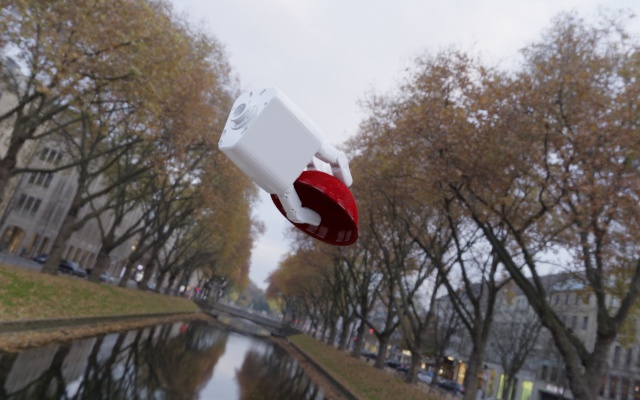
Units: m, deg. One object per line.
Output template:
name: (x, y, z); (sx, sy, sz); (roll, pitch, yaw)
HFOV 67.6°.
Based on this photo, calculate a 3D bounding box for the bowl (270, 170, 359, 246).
bowl: (0.001, 0.003, 0.763); (0.162, 0.055, 0.162); (26, -29, 15)
